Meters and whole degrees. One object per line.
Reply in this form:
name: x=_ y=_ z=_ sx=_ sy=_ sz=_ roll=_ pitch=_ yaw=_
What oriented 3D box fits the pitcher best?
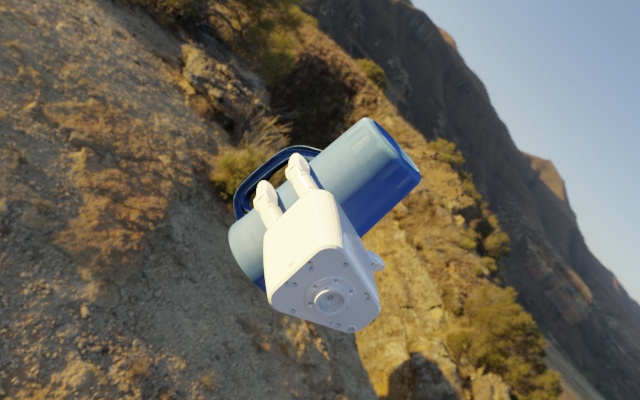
pitcher: x=0.000 y=0.002 z=0.625 sx=0.149 sy=0.243 sz=0.145 roll=41 pitch=17 yaw=-24
